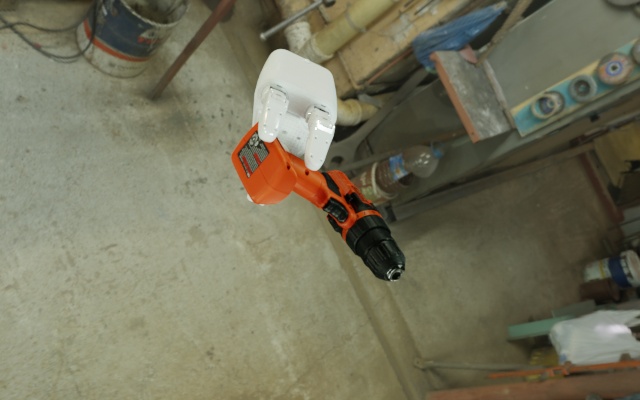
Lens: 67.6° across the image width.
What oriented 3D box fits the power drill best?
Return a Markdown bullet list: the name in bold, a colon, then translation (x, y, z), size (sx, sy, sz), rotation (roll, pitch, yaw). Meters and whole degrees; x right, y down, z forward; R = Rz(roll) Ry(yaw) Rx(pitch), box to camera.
- **power drill**: translation (0.000, 0.001, 0.526), size (0.188, 0.057, 0.184), rotation (32, 15, -41)
